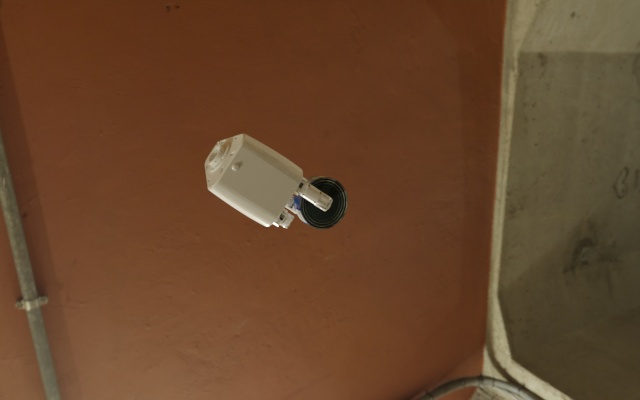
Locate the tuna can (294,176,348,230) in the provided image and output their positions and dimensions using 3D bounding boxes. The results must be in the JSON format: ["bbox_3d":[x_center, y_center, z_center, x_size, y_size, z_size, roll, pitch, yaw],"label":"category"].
[{"bbox_3d":[0.000,0.003,0.787,0.086,0.086,0.033,0,10,-26],"label":"tuna can"}]
